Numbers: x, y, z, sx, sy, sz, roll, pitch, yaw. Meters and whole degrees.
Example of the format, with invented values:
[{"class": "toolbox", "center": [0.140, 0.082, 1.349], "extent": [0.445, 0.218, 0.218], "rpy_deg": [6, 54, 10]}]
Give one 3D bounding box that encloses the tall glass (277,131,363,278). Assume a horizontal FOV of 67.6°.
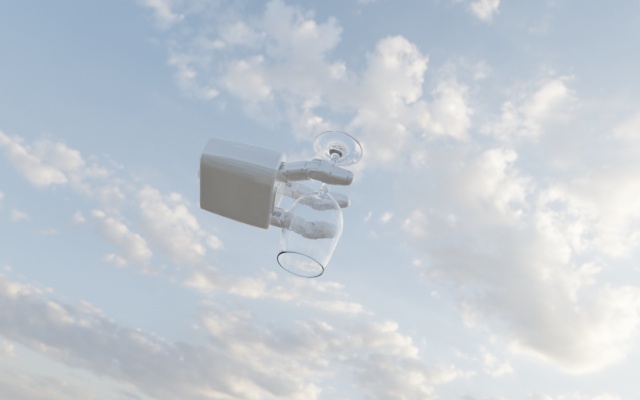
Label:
[{"class": "tall glass", "center": [0.000, 0.002, 0.646], "extent": [0.079, 0.201, 0.079], "rpy_deg": [12, -35, 8]}]
